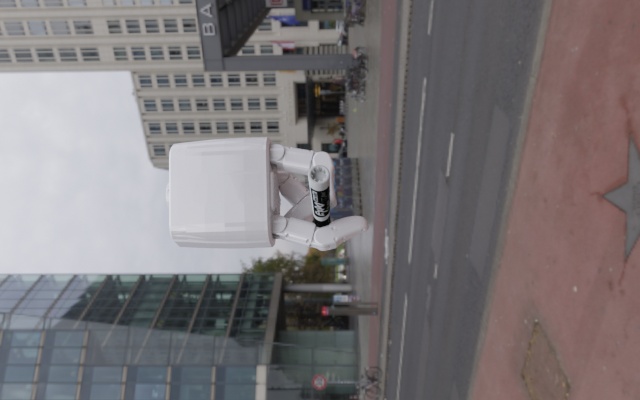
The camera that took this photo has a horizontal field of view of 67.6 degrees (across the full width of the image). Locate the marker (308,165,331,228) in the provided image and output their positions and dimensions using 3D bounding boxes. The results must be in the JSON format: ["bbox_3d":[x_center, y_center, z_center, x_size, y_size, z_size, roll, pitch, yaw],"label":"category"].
[{"bbox_3d":[0.000,0.002,0.459,0.020,0.020,0.121,0,-23,2],"label":"marker"}]
